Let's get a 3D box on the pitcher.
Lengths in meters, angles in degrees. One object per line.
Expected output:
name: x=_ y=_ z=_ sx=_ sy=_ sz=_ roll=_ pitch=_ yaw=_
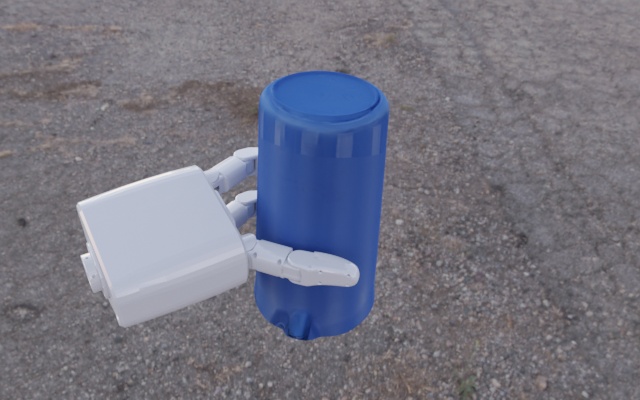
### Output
pitcher: x=0.000 y=0.002 z=0.469 sx=0.145 sy=0.243 sz=0.149 roll=-18 pitch=42 yaw=-26
